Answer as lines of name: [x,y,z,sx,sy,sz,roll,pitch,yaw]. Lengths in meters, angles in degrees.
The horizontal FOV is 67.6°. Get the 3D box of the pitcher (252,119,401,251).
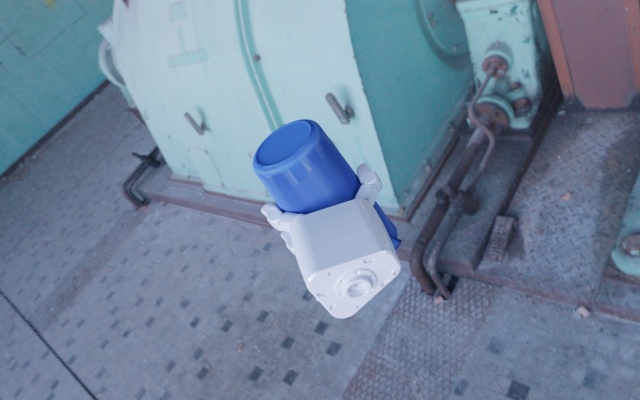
pitcher: [0.000,0.002,0.710,0.149,0.243,0.145,-31,36,8]
